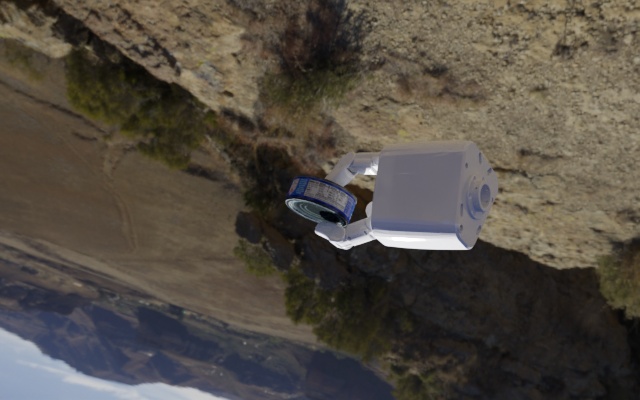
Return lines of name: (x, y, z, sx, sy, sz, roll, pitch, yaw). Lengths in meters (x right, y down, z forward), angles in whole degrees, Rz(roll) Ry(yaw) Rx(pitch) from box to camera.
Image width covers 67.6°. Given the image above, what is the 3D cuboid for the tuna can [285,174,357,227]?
tuna can: (0.000, 0.002, 0.599, 0.086, 0.033, 0.086, 19, -17, 6)
